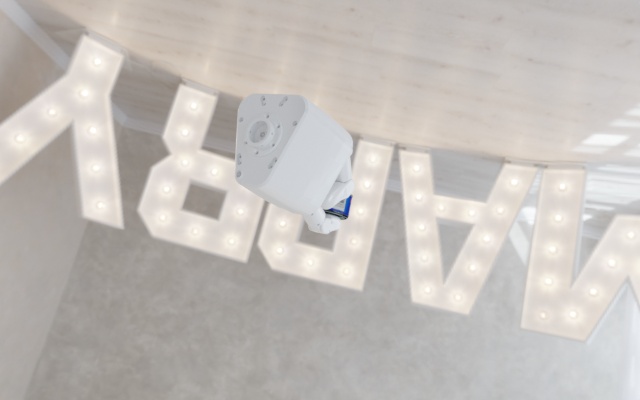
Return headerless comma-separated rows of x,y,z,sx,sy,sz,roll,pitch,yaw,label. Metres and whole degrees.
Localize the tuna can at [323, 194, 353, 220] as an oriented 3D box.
0.000,0.003,0.662,0.086,0.033,0.086,11,-8,2,tuna can
